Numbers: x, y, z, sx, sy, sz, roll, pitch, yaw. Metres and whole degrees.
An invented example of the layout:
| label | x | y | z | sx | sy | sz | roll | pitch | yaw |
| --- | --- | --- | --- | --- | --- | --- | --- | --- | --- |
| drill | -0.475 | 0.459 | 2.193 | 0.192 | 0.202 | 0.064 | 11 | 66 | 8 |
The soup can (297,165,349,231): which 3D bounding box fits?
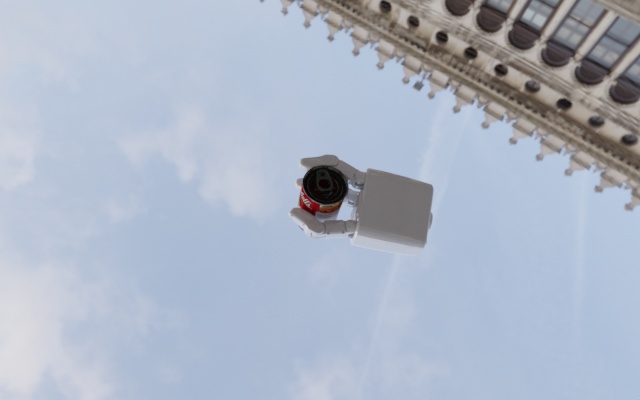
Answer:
| label | x | y | z | sx | sy | sz | roll | pitch | yaw |
| --- | --- | --- | --- | --- | --- | --- | --- | --- | --- |
| soup can | 0.000 | 0.003 | 0.731 | 0.068 | 0.068 | 0.102 | 0 | -31 | -10 |
